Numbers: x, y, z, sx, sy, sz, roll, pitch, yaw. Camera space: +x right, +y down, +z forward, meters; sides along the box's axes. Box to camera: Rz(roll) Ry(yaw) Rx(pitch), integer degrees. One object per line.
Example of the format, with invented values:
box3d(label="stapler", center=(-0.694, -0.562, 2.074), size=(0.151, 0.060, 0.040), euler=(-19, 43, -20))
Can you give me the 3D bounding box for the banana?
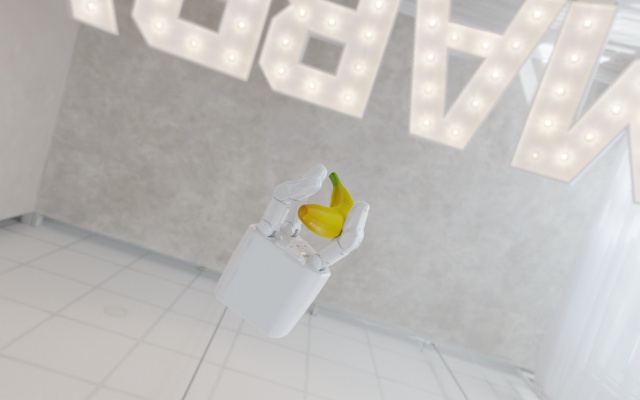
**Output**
box3d(label="banana", center=(0.013, 0.015, 0.612), size=(0.037, 0.069, 0.197), euler=(-42, 3, 17))
